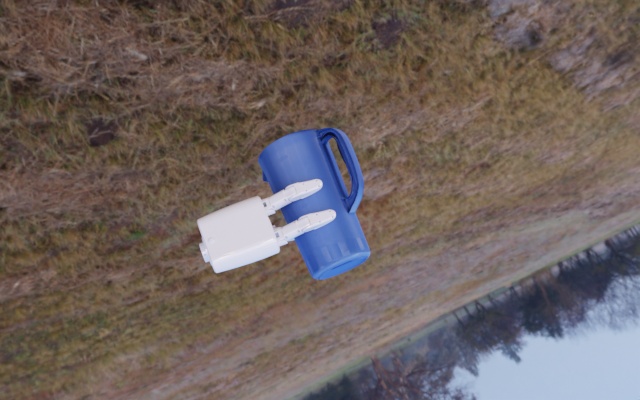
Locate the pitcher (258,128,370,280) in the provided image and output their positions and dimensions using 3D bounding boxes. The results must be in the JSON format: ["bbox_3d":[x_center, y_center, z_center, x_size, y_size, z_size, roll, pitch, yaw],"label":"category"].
[{"bbox_3d":[0.000,0.003,0.828,0.145,0.242,0.149,-19,-17,-15],"label":"pitcher"}]
